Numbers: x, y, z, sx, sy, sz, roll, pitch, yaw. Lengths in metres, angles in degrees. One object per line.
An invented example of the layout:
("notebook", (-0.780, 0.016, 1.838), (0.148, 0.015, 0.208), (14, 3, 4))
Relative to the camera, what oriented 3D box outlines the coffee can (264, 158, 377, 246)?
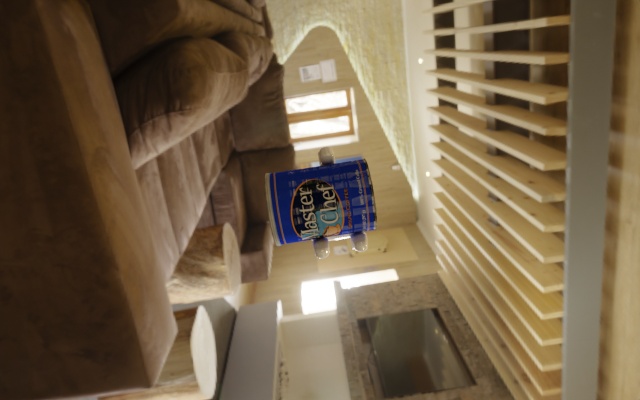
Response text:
("coffee can", (0.000, 0.002, 0.666), (0.140, 0.103, 0.103), (-9, 0, 0))
